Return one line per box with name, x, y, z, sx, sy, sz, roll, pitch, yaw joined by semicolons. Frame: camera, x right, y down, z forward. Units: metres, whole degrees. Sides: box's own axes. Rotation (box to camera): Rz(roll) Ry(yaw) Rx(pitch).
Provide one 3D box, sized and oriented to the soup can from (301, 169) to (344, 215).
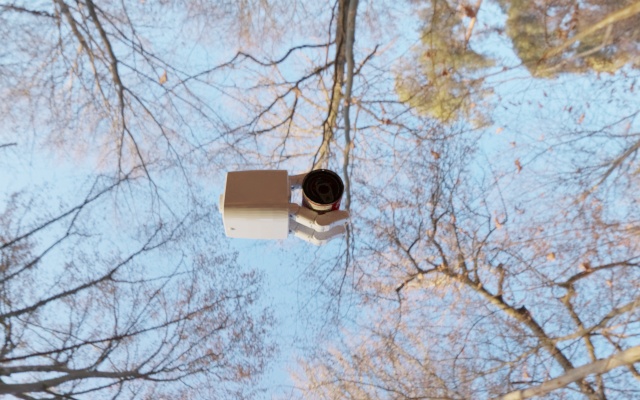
soup can;0.001;0.003;0.803;0.068;0.068;0.102;0;-30;-5
